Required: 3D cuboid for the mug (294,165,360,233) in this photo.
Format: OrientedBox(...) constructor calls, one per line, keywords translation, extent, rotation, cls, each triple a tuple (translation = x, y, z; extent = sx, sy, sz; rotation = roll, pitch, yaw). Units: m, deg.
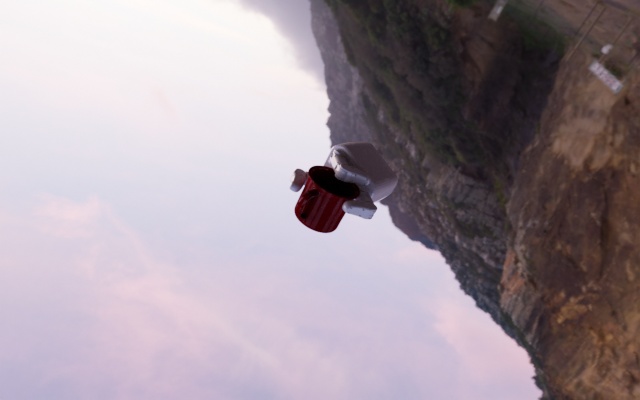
OrientedBox(translation=(-0.001, 0.003, 0.788), extent=(0.093, 0.081, 0.117), rotation=(39, 30, 21), cls="mug")
